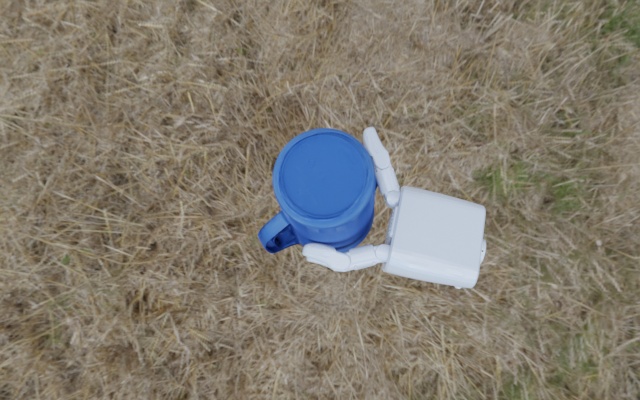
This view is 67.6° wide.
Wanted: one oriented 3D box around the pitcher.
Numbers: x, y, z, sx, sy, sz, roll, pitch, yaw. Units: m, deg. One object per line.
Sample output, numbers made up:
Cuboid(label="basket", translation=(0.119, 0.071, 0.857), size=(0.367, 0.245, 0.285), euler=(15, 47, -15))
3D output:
Cuboid(label="pitcher", translation=(0.000, 0.002, 0.604), size=(0.145, 0.149, 0.243), euler=(12, -9, 5))
